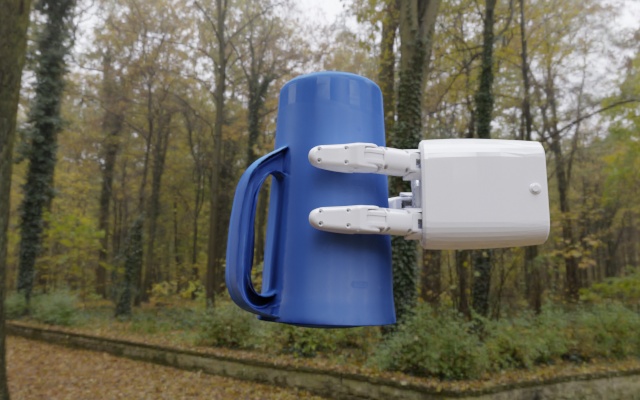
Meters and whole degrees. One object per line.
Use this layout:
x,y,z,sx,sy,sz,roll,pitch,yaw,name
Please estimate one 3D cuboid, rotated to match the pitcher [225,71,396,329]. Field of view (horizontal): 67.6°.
0.000,0.002,0.471,0.145,0.242,0.149,-1,-10,9,pitcher
